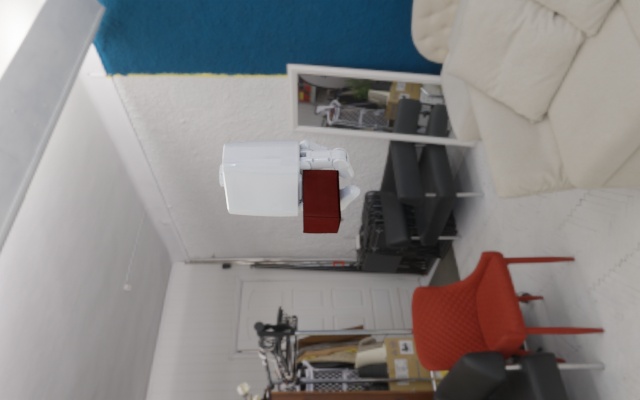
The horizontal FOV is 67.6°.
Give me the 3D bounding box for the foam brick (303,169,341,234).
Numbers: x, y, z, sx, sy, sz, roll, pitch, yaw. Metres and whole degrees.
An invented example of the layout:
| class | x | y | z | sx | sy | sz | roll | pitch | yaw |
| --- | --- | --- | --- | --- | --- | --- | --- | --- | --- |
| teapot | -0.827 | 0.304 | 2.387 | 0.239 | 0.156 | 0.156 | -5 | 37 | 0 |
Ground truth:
| class | x | y | z | sx | sy | sz | roll | pitch | yaw |
| --- | --- | --- | --- | --- | --- | --- | --- | --- | --- |
| foam brick | 0.000 | 0.002 | 0.673 | 0.051 | 0.078 | 0.053 | 0 | -30 | -4 |
